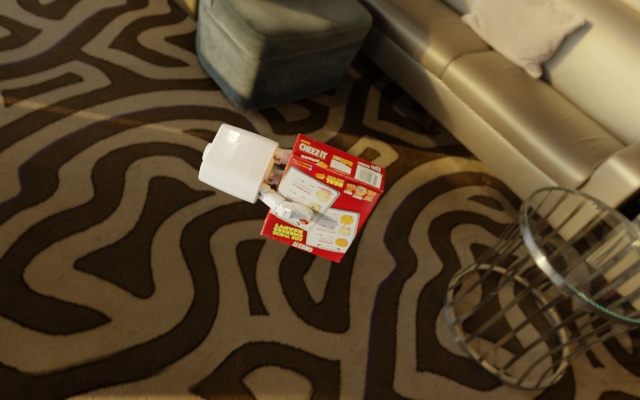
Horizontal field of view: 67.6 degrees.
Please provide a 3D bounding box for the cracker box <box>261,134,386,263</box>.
[{"bbox_3d":[0.000,0.003,0.861,0.164,0.072,0.214,21,-45,-5],"label":"cracker box"}]
